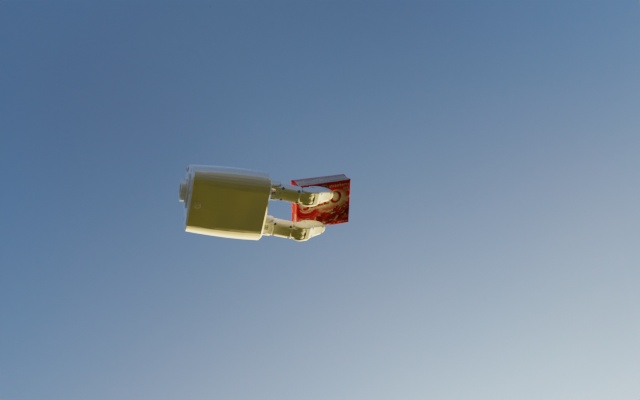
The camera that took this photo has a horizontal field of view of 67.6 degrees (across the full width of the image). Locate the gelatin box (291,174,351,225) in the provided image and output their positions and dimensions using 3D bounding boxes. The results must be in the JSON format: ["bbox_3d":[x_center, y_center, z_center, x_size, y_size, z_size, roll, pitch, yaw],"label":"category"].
[{"bbox_3d":[0.000,0.002,0.728,0.089,0.073,0.030,-8,26,-20],"label":"gelatin box"}]
